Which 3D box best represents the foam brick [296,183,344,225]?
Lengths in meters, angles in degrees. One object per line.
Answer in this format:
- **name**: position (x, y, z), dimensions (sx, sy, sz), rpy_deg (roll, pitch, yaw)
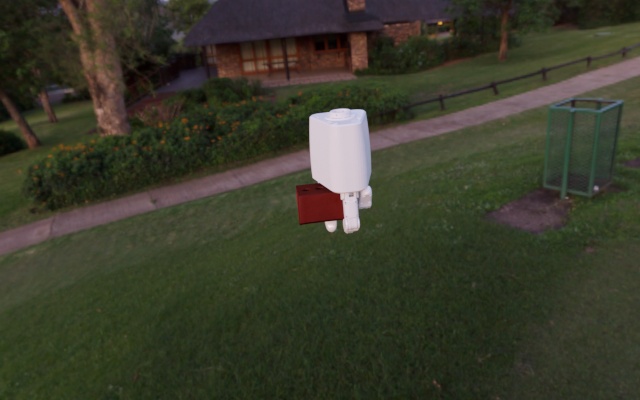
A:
- **foam brick**: position (0.000, 0.003, 0.777), dimensions (0.078, 0.051, 0.053), rpy_deg (-7, 22, -5)
